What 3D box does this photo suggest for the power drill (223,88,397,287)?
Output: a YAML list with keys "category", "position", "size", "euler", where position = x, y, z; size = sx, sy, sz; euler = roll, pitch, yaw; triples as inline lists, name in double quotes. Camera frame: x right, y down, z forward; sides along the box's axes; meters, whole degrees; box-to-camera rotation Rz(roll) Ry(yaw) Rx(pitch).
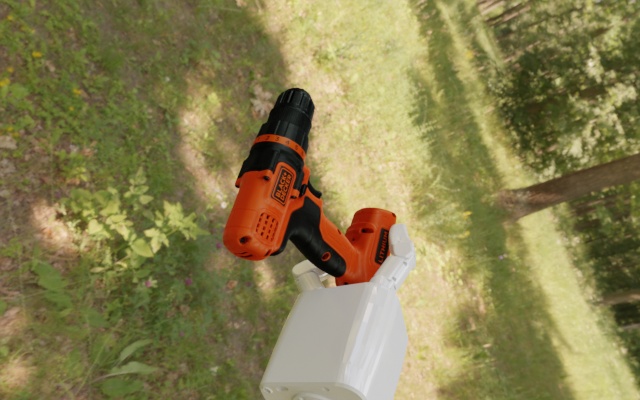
- category: "power drill"
  position: [0.000, 0.002, 0.487]
  size: [0.057, 0.184, 0.188]
  euler: [-12, -38, 45]
